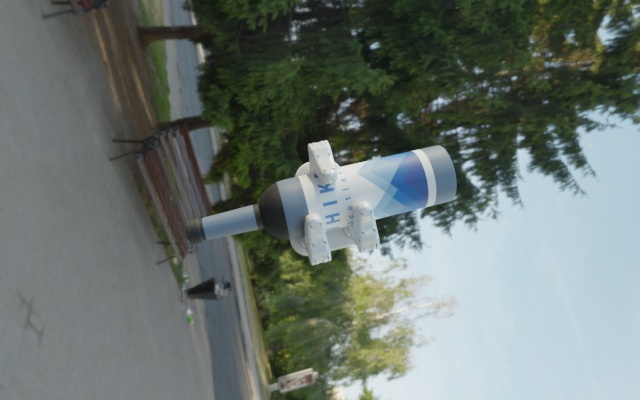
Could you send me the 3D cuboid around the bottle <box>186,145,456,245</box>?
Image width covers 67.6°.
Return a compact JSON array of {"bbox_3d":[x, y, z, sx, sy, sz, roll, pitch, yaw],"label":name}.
[{"bbox_3d":[0.000,0.002,0.533,0.296,0.069,0.069,-13,2,-7],"label":"bottle"}]
